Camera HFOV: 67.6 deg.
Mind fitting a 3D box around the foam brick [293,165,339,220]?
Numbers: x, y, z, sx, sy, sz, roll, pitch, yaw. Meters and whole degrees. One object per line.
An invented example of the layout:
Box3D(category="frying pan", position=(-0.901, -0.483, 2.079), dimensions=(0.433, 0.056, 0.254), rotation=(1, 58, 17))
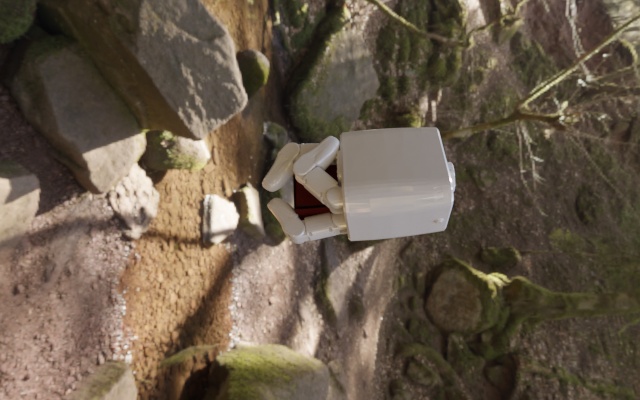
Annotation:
Box3D(category="foam brick", position=(0.000, 0.002, 0.554), dimensions=(0.051, 0.053, 0.078), rotation=(-5, -26, 5))
